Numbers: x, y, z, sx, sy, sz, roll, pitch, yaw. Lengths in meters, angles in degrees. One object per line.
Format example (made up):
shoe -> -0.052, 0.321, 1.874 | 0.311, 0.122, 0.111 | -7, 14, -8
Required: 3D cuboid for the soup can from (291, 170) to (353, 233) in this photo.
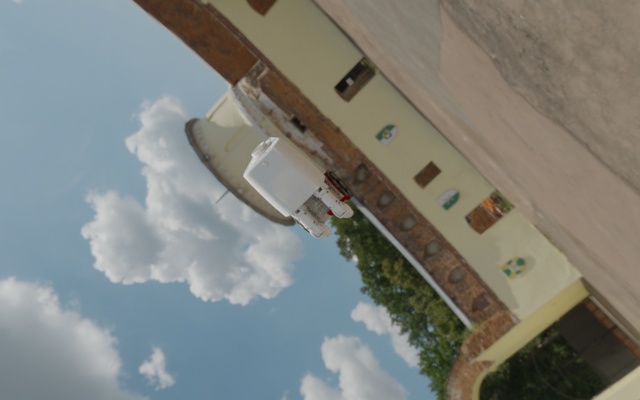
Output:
soup can -> 0.000, 0.003, 0.872 | 0.102, 0.068, 0.068 | -44, -11, 12
